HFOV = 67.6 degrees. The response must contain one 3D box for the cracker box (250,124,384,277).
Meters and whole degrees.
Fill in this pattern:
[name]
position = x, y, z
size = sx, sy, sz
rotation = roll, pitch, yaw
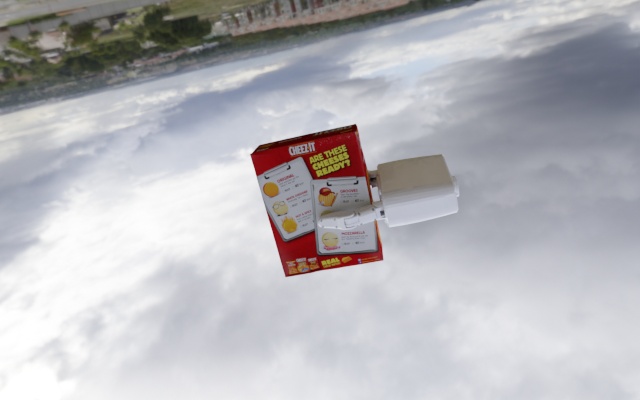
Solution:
[cracker box]
position = 0.000, 0.003, 0.755
size = 0.164, 0.214, 0.072
rotation = -11, 19, 8
